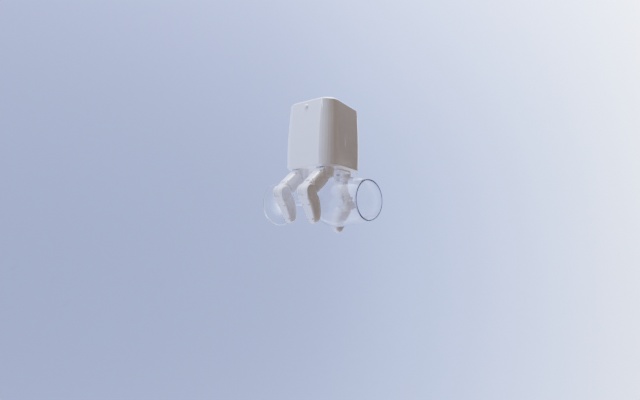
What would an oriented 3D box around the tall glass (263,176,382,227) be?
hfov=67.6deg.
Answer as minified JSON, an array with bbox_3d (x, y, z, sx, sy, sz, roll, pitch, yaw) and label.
[{"bbox_3d":[0.000,0.003,0.760,0.201,0.079,0.079,-2,-2,44],"label":"tall glass"}]
